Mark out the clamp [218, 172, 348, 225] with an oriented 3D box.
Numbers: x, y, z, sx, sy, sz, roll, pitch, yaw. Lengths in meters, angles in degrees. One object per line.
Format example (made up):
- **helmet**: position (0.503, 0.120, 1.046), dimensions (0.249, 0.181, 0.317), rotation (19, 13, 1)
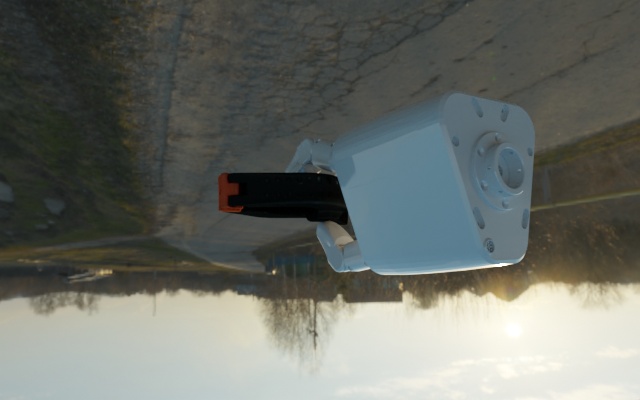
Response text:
- **clamp**: position (0.000, 0.002, 0.434), dimensions (0.210, 0.036, 0.164), rotation (2, -11, -33)
